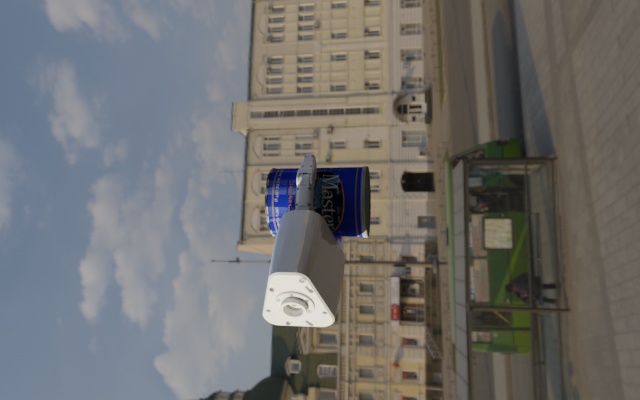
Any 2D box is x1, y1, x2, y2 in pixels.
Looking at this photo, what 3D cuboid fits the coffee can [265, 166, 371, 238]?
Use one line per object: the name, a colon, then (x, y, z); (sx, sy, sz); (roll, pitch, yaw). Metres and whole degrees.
coffee can: (0.000, 0.002, 0.697); (0.140, 0.103, 0.103); (0, 0, 10)
